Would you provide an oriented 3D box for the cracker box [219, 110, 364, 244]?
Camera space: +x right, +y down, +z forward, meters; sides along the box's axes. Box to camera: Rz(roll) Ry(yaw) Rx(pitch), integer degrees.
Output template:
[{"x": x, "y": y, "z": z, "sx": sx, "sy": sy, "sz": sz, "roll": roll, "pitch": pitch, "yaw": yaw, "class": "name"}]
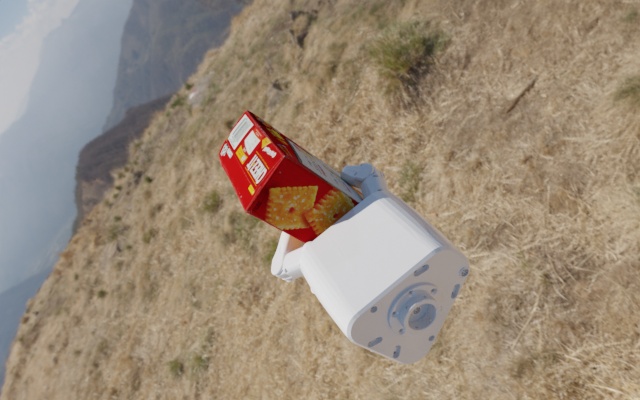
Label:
[{"x": 0.000, "y": 0.002, "z": 0.535, "sx": 0.214, "sy": 0.072, "sz": 0.164, "roll": 32, "pitch": 9, "yaw": -31, "class": "cracker box"}]
